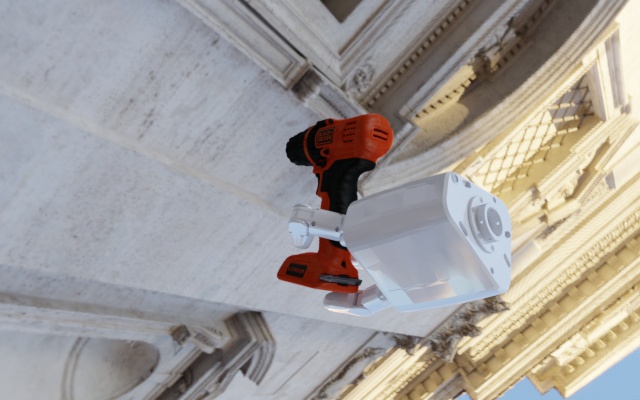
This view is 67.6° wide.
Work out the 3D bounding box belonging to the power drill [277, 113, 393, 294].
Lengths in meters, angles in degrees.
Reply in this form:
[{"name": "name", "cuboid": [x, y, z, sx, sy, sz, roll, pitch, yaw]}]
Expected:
[{"name": "power drill", "cuboid": [0.000, 0.002, 0.534, 0.057, 0.187, 0.184, 11, -6, -29]}]
